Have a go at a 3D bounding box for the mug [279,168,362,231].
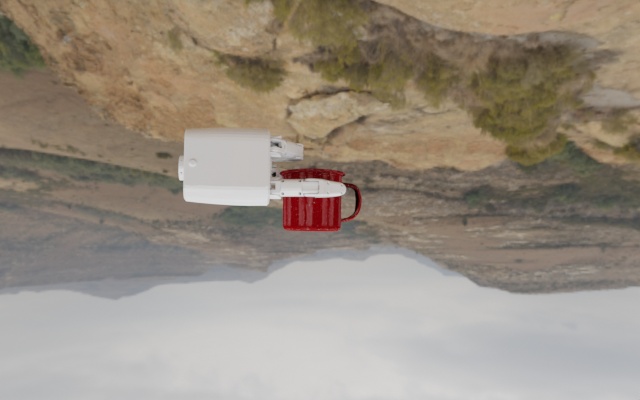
[{"bbox_3d":[0.002,0.002,0.673,0.117,0.081,0.093,1,-5,-10],"label":"mug"}]
